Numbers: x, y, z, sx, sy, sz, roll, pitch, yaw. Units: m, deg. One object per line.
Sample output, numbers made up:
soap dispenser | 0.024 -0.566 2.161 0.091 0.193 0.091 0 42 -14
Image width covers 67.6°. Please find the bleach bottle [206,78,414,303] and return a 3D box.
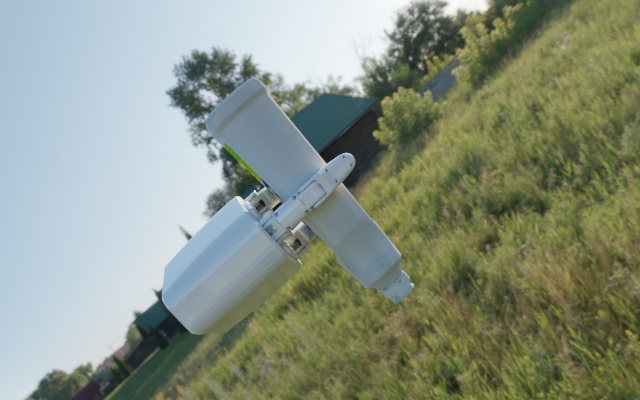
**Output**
bleach bottle | 0.000 0.001 0.469 0.068 0.251 0.102 -43 2 -4
